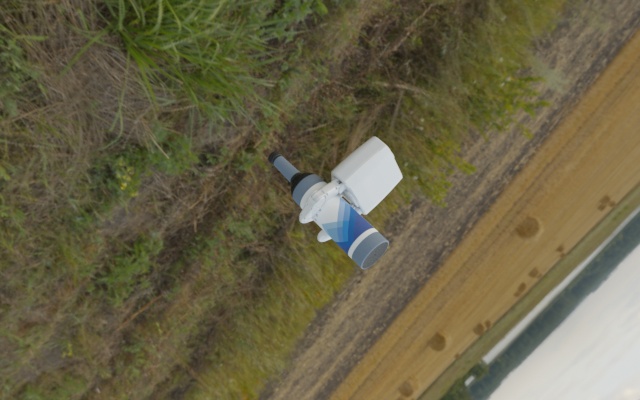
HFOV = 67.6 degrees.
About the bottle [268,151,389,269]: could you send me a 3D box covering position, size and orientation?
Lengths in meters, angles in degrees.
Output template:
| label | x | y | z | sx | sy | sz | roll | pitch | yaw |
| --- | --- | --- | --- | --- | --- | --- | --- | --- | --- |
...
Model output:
| label | x | y | z | sx | sy | sz | roll | pitch | yaw |
| --- | --- | --- | --- | --- | --- | --- | --- | --- | --- |
| bottle | 0.000 | 0.003 | 0.890 | 0.295 | 0.069 | 0.069 | 44 | 23 | 26 |
